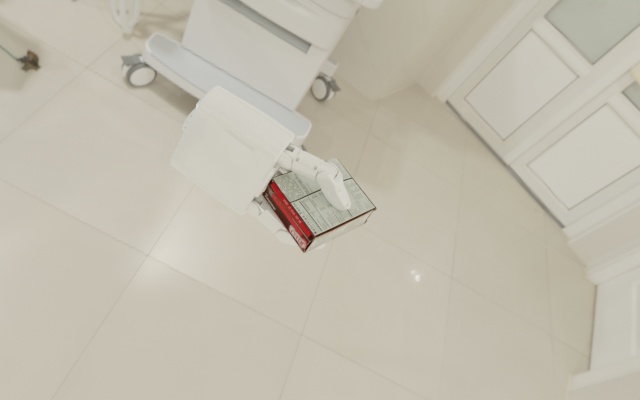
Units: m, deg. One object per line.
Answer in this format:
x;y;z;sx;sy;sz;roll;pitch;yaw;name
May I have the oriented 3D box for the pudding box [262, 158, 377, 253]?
0.000;0.002;0.576;0.113;0.090;0.039;-23;-21;-39;pudding box
